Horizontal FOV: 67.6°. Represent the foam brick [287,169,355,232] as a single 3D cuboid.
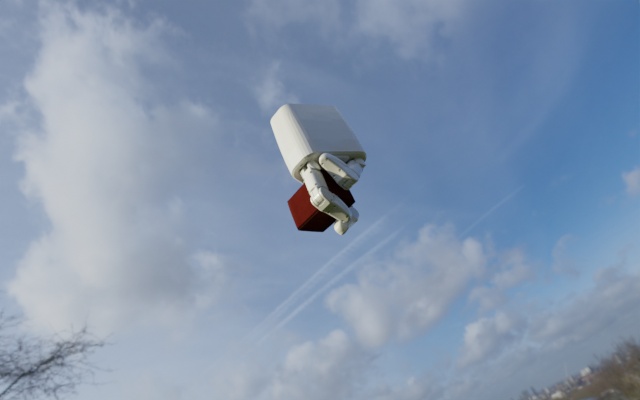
[{"bbox_3d":[0.000,0.002,0.683,0.053,0.051,0.078,10,-46,-46],"label":"foam brick"}]
